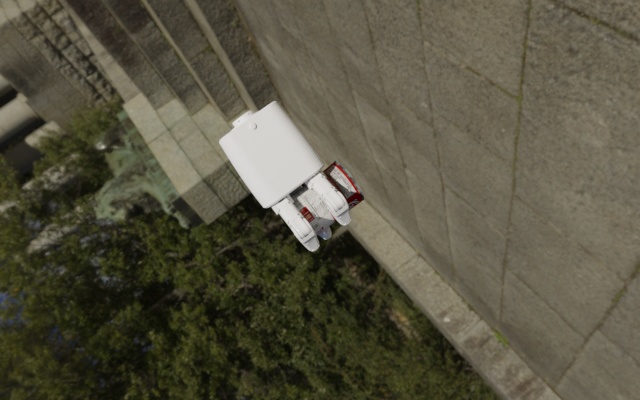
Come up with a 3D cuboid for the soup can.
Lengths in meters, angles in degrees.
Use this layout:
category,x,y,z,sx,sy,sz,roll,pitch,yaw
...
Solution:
category,x,y,z,sx,sy,sz,roll,pitch,yaw
soup can,0.000,0.003,0.658,0.102,0.068,0.068,-37,4,-6
